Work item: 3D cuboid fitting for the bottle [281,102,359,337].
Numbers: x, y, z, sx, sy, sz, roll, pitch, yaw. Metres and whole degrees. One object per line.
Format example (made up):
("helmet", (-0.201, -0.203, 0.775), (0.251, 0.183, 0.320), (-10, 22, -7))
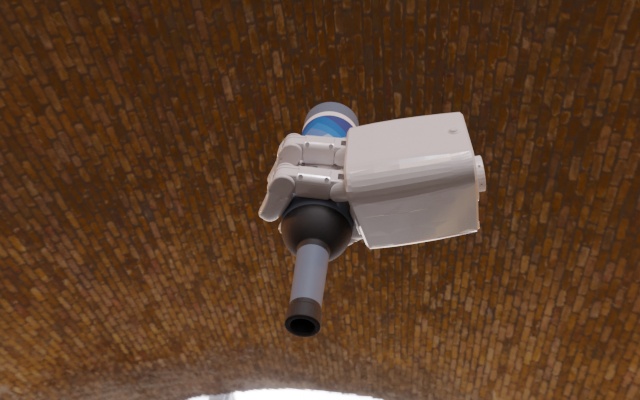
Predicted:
("bottle", (0.000, 0.001, 0.465), (0.069, 0.069, 0.295), (0, 38, 7))
